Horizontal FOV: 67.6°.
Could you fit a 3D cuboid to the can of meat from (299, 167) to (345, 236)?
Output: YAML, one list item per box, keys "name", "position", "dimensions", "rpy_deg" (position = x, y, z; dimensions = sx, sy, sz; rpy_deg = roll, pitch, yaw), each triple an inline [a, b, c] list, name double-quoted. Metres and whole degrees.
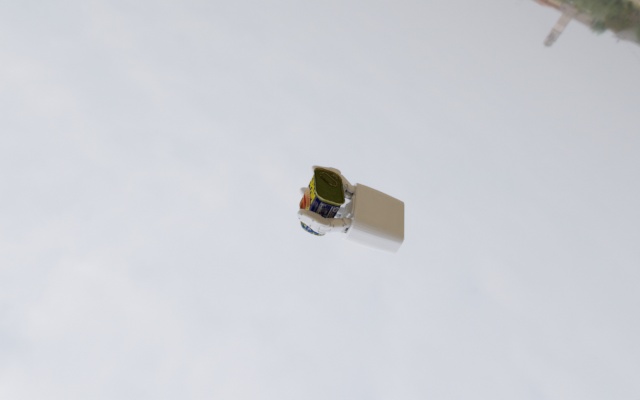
- name: "can of meat"
  position: [0.000, 0.003, 0.882]
  dimensions: [0.057, 0.084, 0.102]
  rpy_deg: [17, 34, -16]
